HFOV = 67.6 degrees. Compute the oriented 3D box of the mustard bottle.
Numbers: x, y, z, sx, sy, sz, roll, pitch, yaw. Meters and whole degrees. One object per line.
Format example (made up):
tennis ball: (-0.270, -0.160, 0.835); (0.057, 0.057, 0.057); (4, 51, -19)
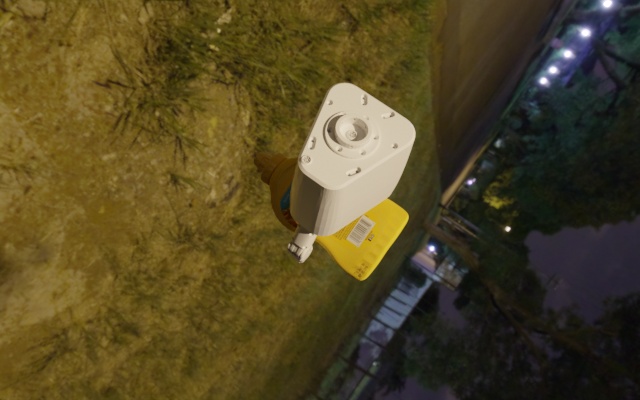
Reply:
mustard bottle: (0.000, 0.002, 0.562); (0.191, 0.096, 0.058); (35, 1, 10)
